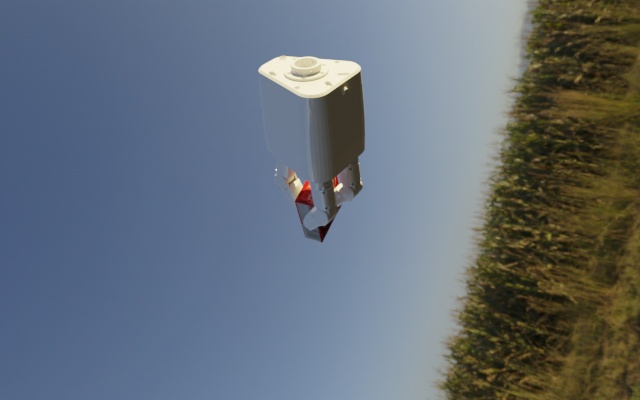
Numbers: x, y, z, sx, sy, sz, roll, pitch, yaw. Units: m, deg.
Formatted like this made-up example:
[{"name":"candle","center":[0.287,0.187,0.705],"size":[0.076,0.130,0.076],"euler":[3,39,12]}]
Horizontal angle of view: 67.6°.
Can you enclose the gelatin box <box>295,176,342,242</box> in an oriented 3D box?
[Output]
[{"name":"gelatin box","center":[0.000,0.002,0.648],"size":[0.030,0.073,0.089],"euler":[15,-34,21]}]
